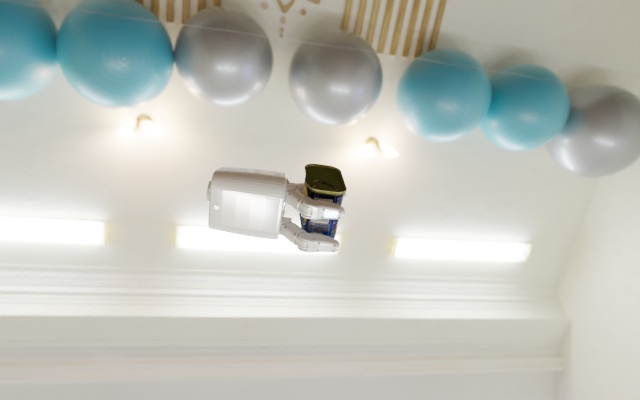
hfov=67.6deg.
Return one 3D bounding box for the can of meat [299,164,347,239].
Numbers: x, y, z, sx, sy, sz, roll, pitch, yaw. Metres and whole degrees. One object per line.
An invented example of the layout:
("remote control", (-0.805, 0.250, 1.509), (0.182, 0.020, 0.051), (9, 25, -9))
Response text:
("can of meat", (0.000, 0.003, 0.723), (0.057, 0.084, 0.102), (6, 25, -9))
